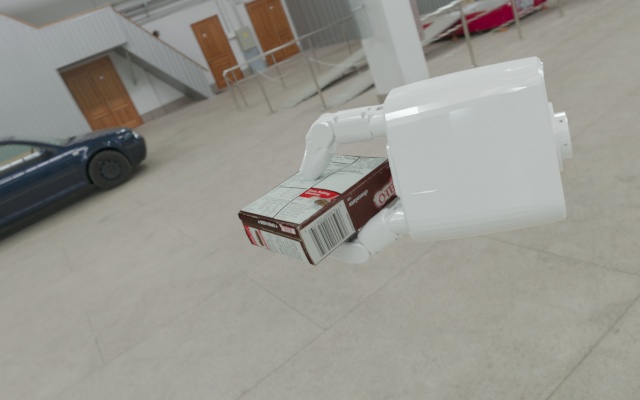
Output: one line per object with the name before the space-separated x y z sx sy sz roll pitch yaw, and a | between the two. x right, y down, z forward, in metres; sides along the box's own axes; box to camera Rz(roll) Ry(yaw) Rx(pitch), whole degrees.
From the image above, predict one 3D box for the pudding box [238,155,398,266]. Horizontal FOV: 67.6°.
pudding box | 0.000 0.001 0.407 0.113 0.039 0.090 -35 26 -31
